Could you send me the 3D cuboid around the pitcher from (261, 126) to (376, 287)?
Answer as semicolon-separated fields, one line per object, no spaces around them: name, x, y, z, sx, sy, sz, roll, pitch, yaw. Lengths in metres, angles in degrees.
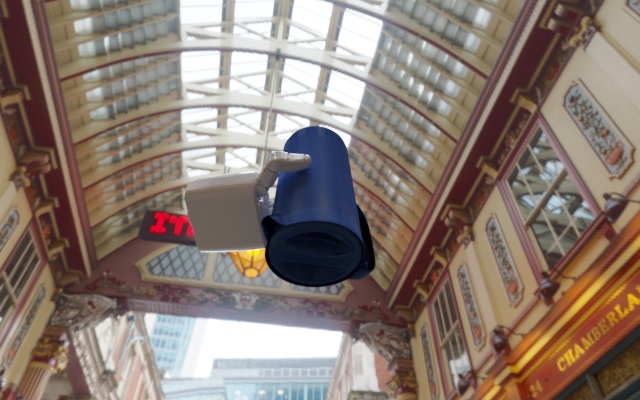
pitcher;0.000;0.002;0.716;0.145;0.149;0.242;-6;42;5
